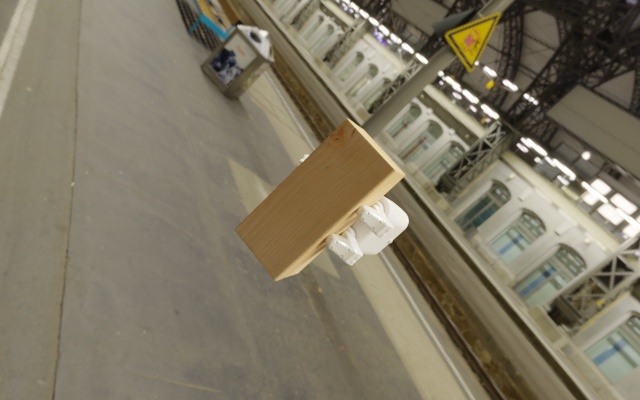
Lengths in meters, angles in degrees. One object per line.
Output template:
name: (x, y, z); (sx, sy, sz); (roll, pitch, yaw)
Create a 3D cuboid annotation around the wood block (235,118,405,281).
wood block: (0.000, 0.002, 0.632); (0.206, 0.091, 0.090); (-44, -13, 13)
